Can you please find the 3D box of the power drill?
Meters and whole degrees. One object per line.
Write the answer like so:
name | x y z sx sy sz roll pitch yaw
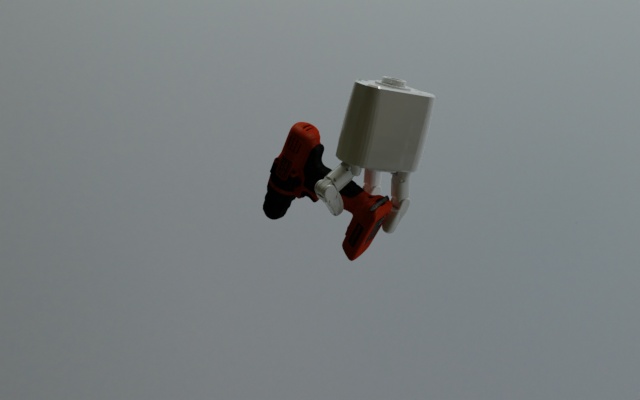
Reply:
power drill | 0.001 0.002 0.712 0.187 0.184 0.057 38 42 15
